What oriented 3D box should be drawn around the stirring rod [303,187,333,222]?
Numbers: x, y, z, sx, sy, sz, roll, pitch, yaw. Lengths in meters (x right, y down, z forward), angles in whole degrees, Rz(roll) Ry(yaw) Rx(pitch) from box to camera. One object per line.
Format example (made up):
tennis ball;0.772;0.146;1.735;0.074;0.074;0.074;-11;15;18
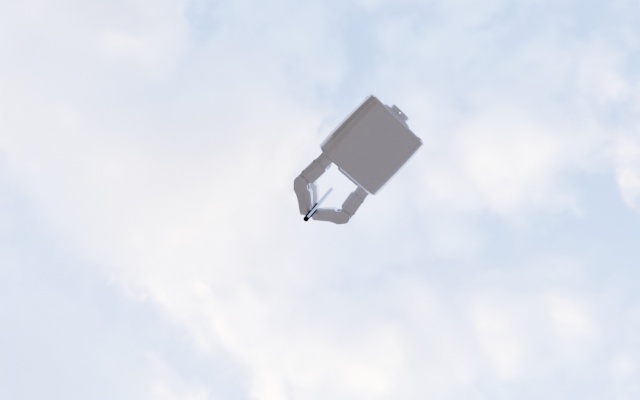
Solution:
stirring rod;0.000;0.003;0.772;0.011;0.011;0.239;0;11;10
